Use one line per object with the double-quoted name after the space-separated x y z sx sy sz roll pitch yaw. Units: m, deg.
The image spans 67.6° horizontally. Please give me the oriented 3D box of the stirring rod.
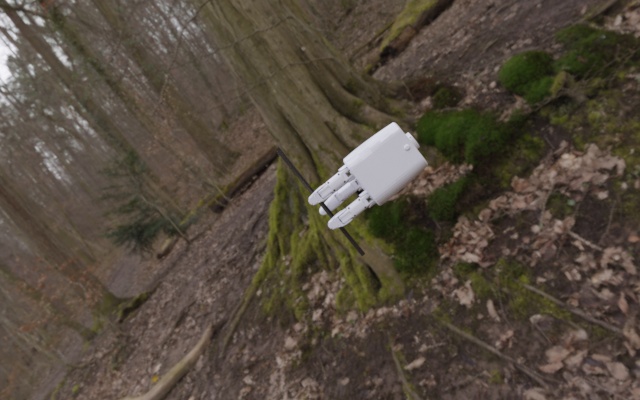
0.000 0.003 0.838 0.011 0.239 0.011 -39 3 2 "stirring rod"
